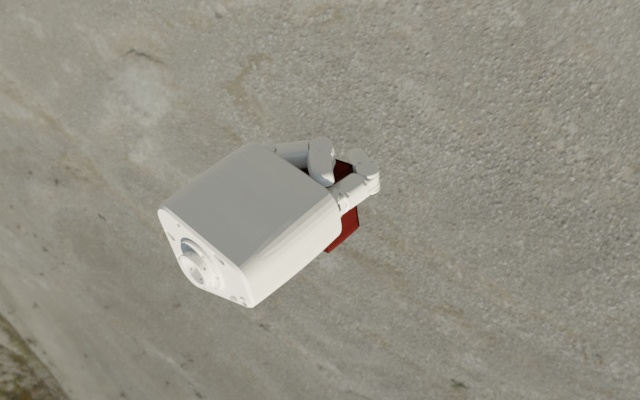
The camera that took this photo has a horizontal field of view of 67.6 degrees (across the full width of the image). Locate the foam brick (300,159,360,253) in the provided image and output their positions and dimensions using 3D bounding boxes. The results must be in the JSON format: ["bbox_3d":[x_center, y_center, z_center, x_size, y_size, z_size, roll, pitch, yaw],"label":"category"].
[{"bbox_3d":[0.000,0.002,0.466,0.053,0.078,0.051,22,47,35],"label":"foam brick"}]
